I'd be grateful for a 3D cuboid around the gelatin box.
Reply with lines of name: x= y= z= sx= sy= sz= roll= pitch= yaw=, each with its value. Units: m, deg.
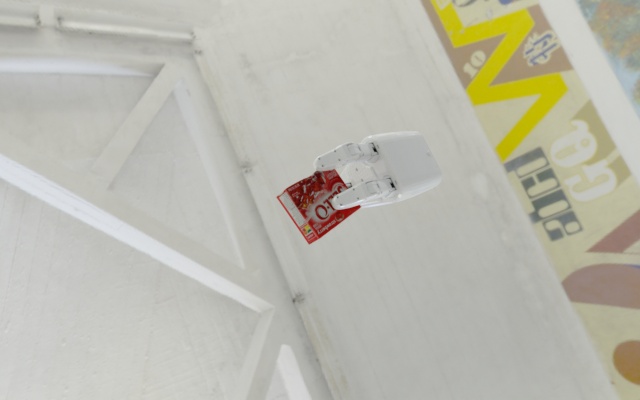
gelatin box: x=0.000 y=0.002 z=0.603 sx=0.089 sy=0.073 sz=0.030 roll=-33 pitch=-2 yaw=-39
